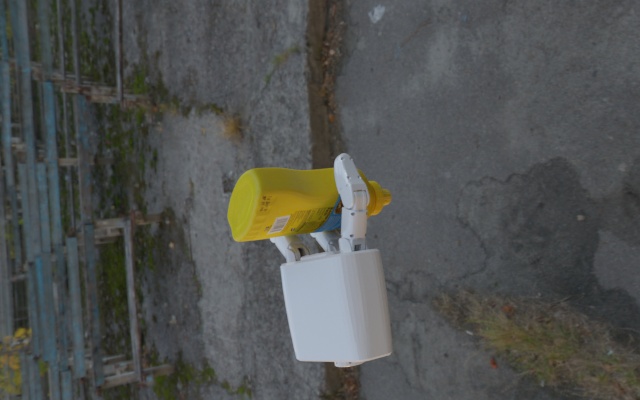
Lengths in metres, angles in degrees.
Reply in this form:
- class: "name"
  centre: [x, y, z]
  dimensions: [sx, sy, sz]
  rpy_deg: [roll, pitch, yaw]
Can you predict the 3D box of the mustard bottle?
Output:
- class: "mustard bottle"
  centre: [0.000, 0.001, 0.534]
  dimensions: [0.191, 0.058, 0.096]
  rpy_deg: [-4, -34, -31]
